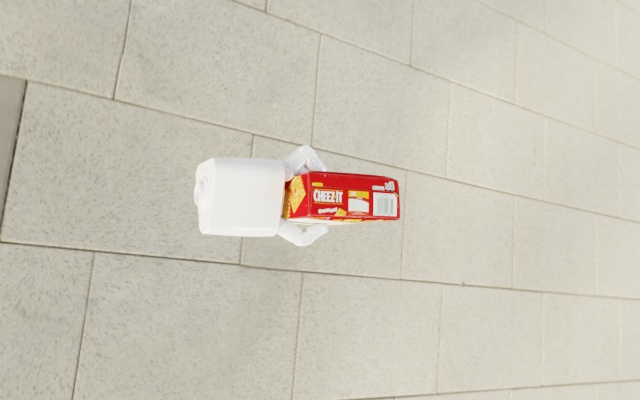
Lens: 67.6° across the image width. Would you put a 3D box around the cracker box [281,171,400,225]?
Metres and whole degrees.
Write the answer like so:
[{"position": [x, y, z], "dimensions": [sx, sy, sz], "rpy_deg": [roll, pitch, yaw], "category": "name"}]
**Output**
[{"position": [0.000, 0.003, 0.782], "dimensions": [0.164, 0.072, 0.214], "rpy_deg": [3, -6, -30], "category": "cracker box"}]
